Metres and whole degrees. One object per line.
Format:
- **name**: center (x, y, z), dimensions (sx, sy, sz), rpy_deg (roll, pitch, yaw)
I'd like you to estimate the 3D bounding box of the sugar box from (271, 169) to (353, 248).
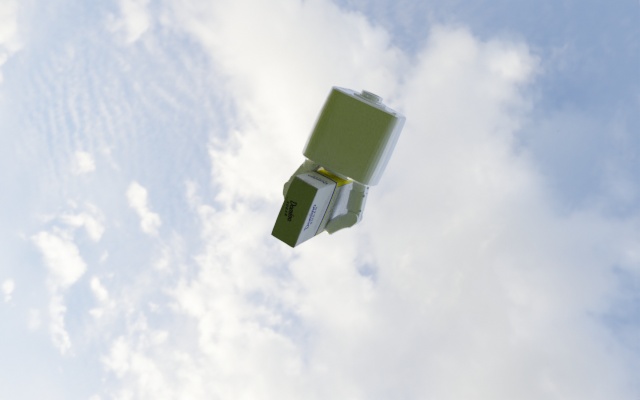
- **sugar box**: center (0.000, 0.002, 0.698), dimensions (0.048, 0.093, 0.176), rpy_deg (30, 19, 20)
